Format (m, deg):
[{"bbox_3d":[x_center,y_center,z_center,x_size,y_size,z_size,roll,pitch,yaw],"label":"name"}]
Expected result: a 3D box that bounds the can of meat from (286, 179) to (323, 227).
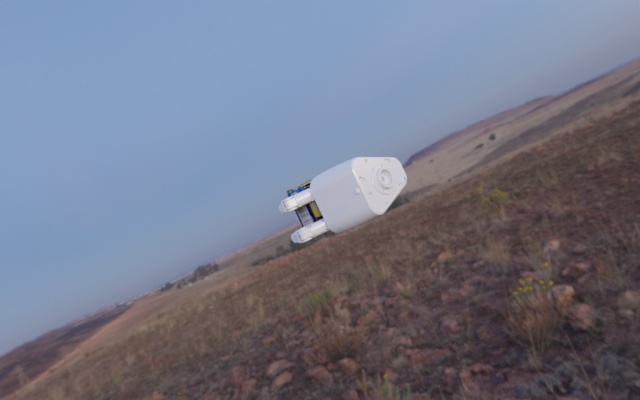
[{"bbox_3d":[0.000,0.002,0.833,0.102,0.084,0.057,-25,0,-37],"label":"can of meat"}]
